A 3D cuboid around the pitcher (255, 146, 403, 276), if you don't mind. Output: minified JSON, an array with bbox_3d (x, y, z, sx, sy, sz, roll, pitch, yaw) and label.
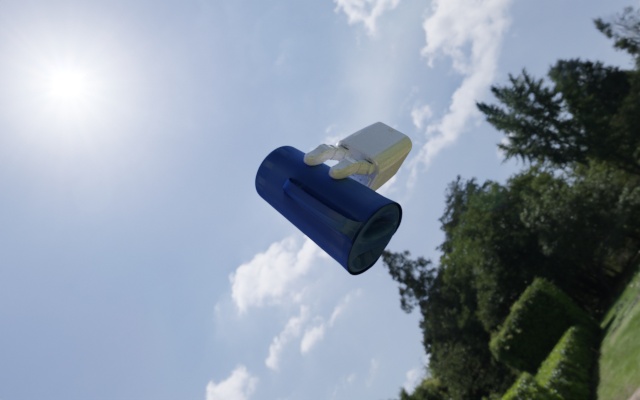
[{"bbox_3d":[0.000,0.003,0.788,0.242,0.149,0.145,34,52,30],"label":"pitcher"}]
